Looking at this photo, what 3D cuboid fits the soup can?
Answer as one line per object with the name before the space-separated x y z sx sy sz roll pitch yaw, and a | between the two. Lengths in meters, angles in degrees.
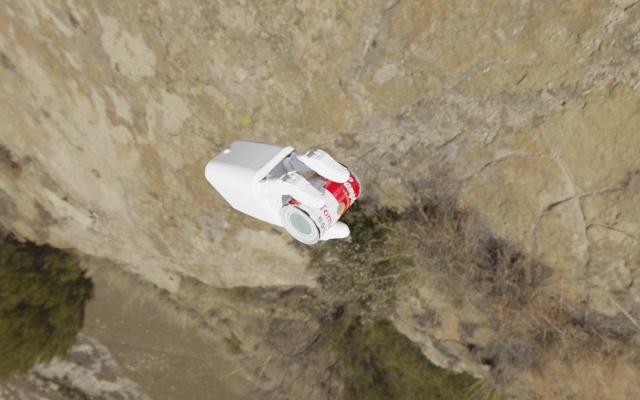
soup can | 0.000 0.003 0.651 0.068 0.068 0.102 0 37 46
